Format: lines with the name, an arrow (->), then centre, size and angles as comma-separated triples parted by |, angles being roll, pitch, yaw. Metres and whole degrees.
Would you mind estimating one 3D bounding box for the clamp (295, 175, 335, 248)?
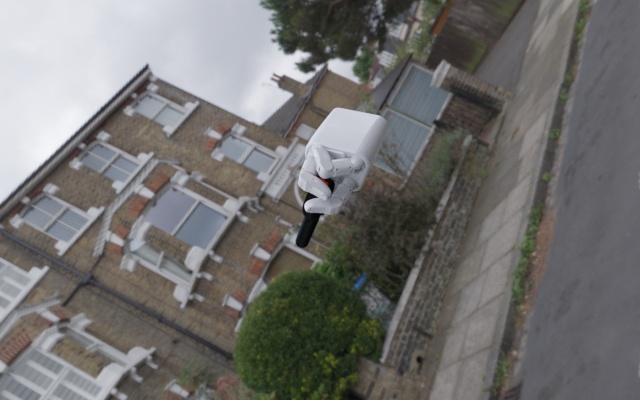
clamp -> 0.000, 0.003, 0.854 | 0.039, 0.120, 0.172 | 26, -35, 7
